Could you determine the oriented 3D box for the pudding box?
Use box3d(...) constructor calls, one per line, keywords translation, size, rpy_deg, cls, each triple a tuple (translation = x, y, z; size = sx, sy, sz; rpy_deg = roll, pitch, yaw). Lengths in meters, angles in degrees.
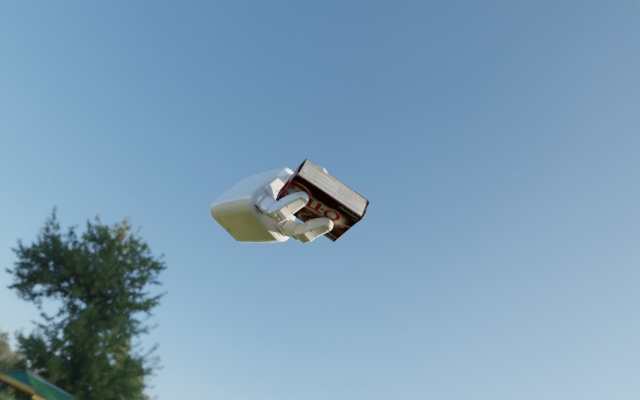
box3d(translation=(0.000, 0.002, 0.688), size=(0.113, 0.039, 0.090), rpy_deg=(32, -35, -9), cls="pudding box")
